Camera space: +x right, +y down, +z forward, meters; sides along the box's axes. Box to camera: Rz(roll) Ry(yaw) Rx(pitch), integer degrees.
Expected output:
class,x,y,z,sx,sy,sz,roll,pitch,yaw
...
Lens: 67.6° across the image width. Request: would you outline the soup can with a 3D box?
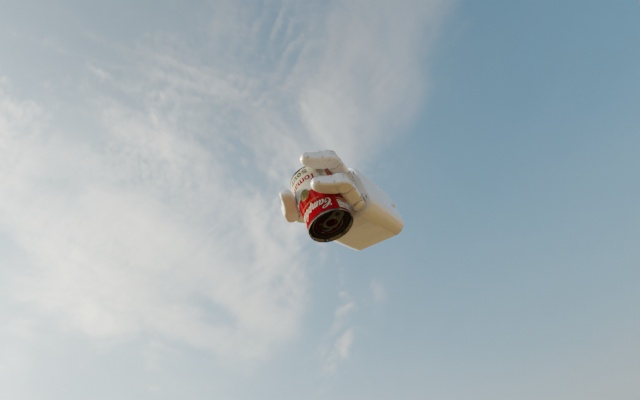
class,x,y,z,sx,sy,sz,roll,pitch,yaw
soup can,0.000,0.002,0.710,0.068,0.068,0.102,0,43,-25
